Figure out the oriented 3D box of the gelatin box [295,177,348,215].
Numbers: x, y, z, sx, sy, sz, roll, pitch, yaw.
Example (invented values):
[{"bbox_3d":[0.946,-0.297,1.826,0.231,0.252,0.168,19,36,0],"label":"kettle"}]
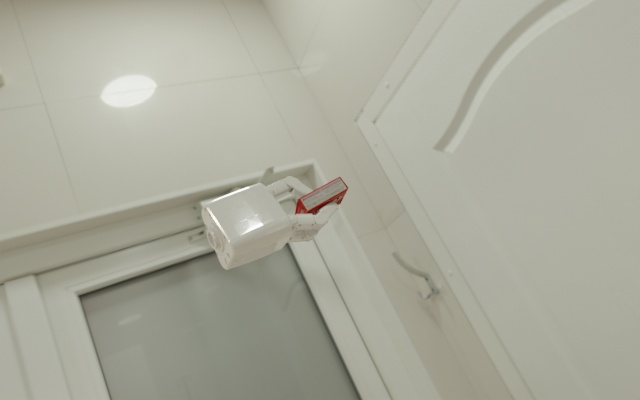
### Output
[{"bbox_3d":[0.000,0.002,0.832,0.089,0.030,0.073,-30,-14,-18],"label":"gelatin box"}]
